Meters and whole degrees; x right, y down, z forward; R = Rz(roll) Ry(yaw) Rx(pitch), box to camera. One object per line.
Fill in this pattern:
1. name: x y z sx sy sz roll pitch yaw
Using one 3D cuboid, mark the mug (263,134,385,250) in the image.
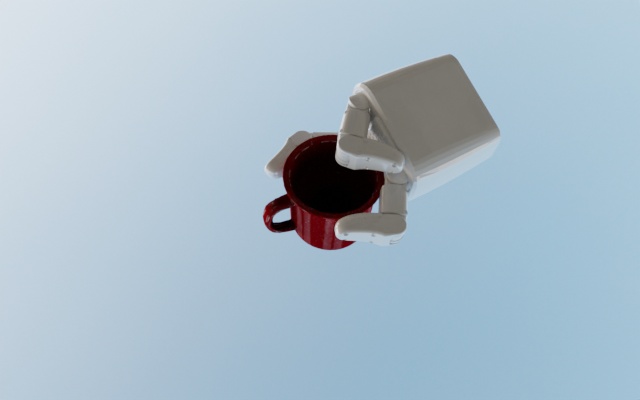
1. mug: -0.001 0.002 0.464 0.117 0.093 0.081 -24 -27 -16
